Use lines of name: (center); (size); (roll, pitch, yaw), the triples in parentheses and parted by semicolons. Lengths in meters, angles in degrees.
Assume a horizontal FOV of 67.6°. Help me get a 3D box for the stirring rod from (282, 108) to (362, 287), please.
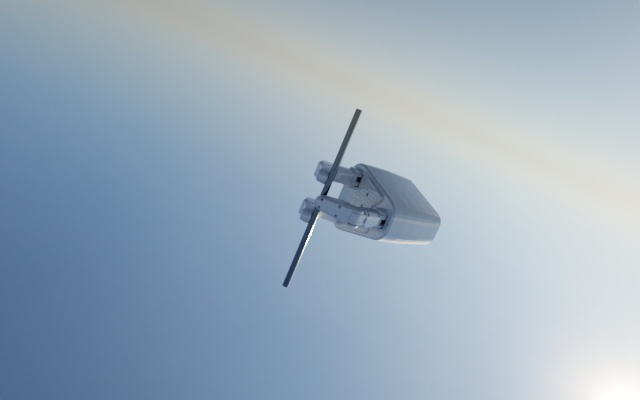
stirring rod: (0.000, 0.002, 0.584); (0.011, 0.239, 0.011); (21, 14, -6)
